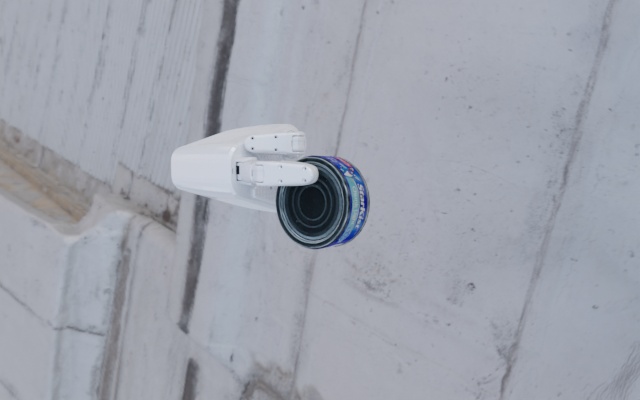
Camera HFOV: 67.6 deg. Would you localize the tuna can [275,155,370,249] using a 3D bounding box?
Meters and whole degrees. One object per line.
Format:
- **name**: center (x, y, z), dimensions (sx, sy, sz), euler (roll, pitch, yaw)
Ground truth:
- **tuna can**: center (0.000, 0.001, 0.438), dimensions (0.086, 0.086, 0.034), euler (0, 2, 36)
